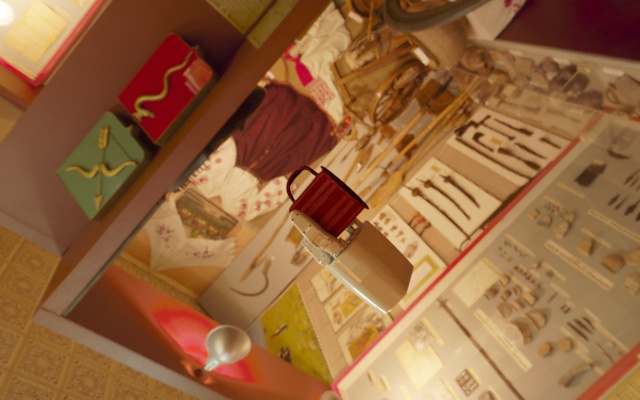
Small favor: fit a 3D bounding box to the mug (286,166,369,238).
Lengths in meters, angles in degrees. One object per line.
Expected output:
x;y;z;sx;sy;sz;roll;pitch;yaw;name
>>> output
-0.001;0.001;0.687;0.117;0.081;0.093;42;8;1;mug
